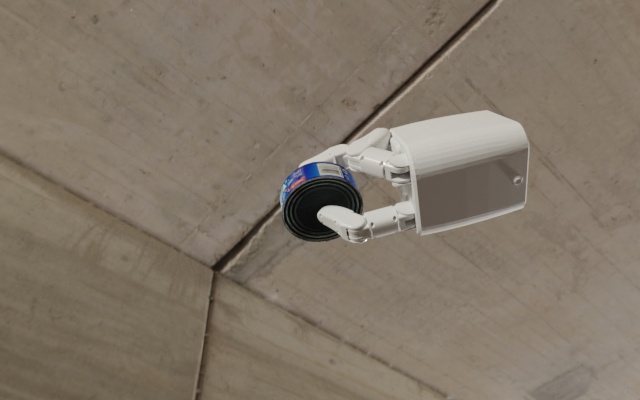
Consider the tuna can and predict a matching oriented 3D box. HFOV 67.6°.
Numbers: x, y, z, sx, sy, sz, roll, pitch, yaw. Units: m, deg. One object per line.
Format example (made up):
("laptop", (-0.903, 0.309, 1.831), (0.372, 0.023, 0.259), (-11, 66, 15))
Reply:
("tuna can", (0.000, 0.001, 0.507), (0.086, 0.086, 0.033), (0, 37, -12))
